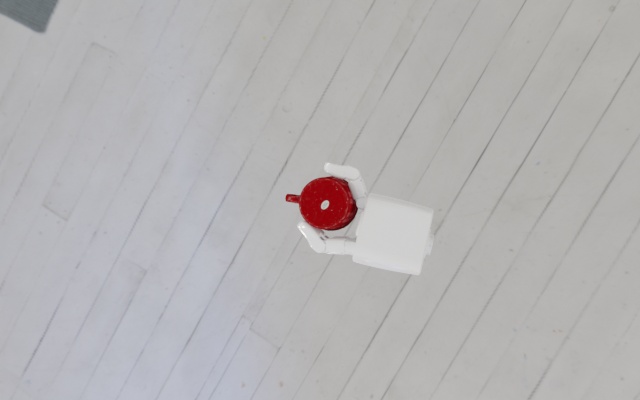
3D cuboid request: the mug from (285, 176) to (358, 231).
[{"bbox_3d":[-0.001,0.002,0.773,0.117,0.093,0.081,11,1,10],"label":"mug"}]
